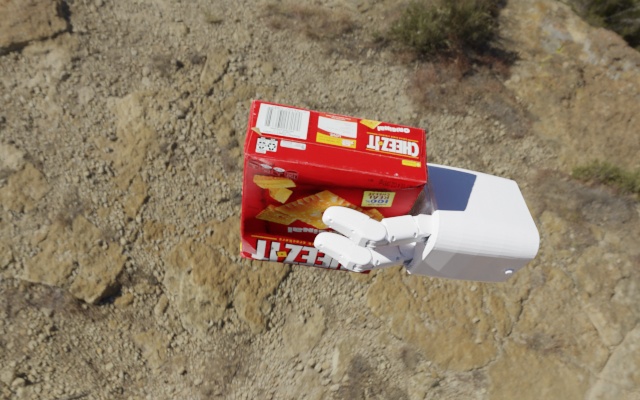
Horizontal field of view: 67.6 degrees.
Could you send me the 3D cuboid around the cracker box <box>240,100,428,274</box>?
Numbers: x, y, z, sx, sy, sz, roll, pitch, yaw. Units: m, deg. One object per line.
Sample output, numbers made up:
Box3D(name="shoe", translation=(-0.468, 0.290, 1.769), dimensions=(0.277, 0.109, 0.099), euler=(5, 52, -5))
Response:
Box3D(name="cracker box", translation=(0.000, 0.001, 0.508), dimensions=(0.164, 0.072, 0.214), euler=(9, -33, -5))
